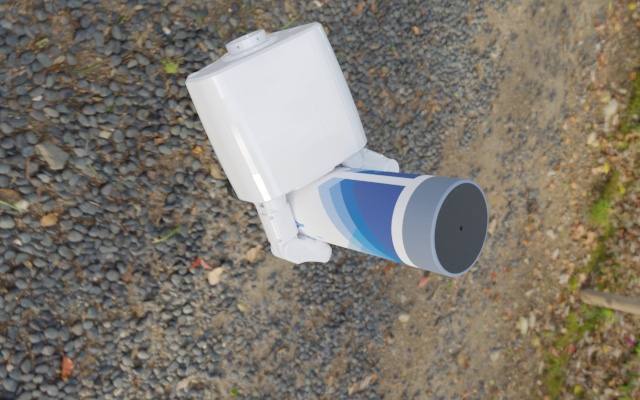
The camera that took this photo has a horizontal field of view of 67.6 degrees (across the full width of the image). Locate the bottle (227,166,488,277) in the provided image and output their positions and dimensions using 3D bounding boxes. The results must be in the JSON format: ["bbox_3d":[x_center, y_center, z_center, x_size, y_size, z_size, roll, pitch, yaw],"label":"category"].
[{"bbox_3d":[0.000,0.002,0.430,0.069,0.069,0.295,0,7,-41],"label":"bottle"}]
